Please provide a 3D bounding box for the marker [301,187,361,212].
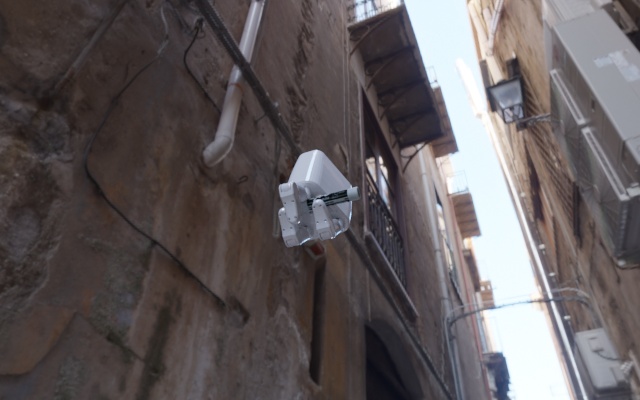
[{"bbox_3d":[0.000,0.002,0.712,0.121,0.020,0.020,-14,-4,18],"label":"marker"}]
